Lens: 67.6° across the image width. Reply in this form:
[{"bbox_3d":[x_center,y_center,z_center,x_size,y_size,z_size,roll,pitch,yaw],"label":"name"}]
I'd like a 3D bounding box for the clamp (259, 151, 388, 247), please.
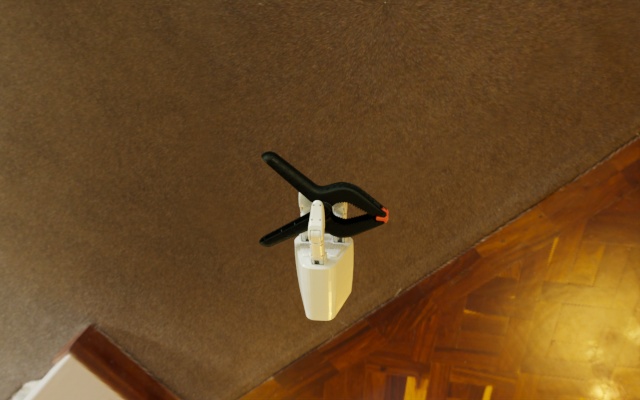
[{"bbox_3d":[0.001,0.003,0.743,0.210,0.165,0.036,1,27,7],"label":"clamp"}]
